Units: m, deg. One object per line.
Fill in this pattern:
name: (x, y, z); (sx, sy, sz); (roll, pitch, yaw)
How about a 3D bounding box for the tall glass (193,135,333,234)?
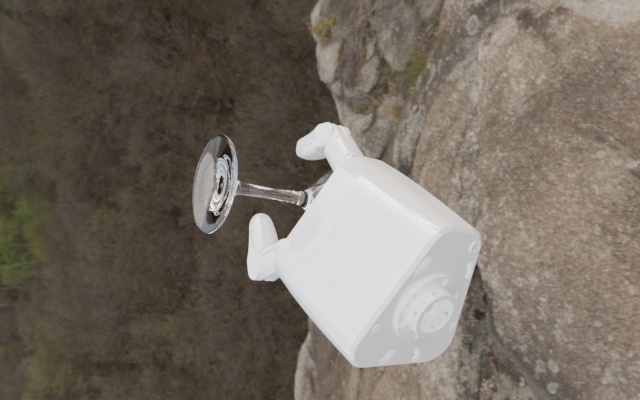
tall glass: (-0.001, 0.001, 0.410); (0.201, 0.079, 0.079); (9, -6, -36)
